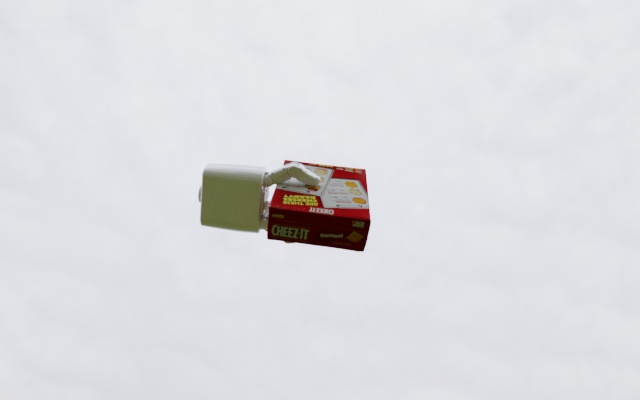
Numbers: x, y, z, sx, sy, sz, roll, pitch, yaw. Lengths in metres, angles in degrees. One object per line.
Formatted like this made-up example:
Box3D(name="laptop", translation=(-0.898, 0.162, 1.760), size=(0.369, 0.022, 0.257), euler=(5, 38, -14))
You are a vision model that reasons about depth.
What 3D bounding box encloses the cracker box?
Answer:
Box3D(name="cracker box", translation=(0.000, 0.003, 0.854), size=(0.164, 0.072, 0.213), euler=(7, 26, 0))
